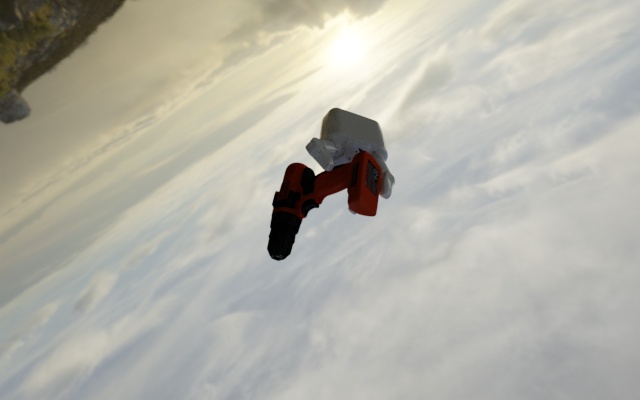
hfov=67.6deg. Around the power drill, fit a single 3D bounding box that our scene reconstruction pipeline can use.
[{"bbox_3d":[0.001,0.002,0.763,0.187,0.184,0.057,-13,-38,33],"label":"power drill"}]
